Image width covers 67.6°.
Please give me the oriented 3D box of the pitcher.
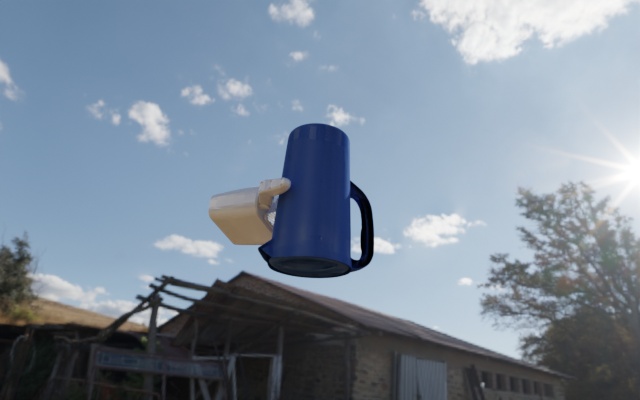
[{"bbox_3d":[0.000,0.003,0.789,0.145,0.242,0.149,-8,-25,27],"label":"pitcher"}]
